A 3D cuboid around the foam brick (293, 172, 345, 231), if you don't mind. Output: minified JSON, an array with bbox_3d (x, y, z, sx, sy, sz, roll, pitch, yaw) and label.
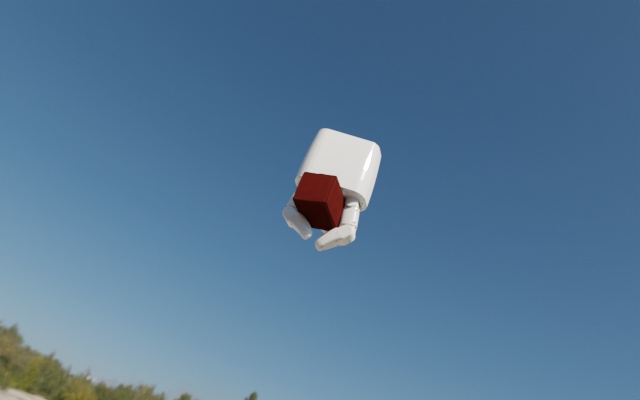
[{"bbox_3d":[0.000,0.002,0.697,0.053,0.051,0.078,9,-31,21],"label":"foam brick"}]
